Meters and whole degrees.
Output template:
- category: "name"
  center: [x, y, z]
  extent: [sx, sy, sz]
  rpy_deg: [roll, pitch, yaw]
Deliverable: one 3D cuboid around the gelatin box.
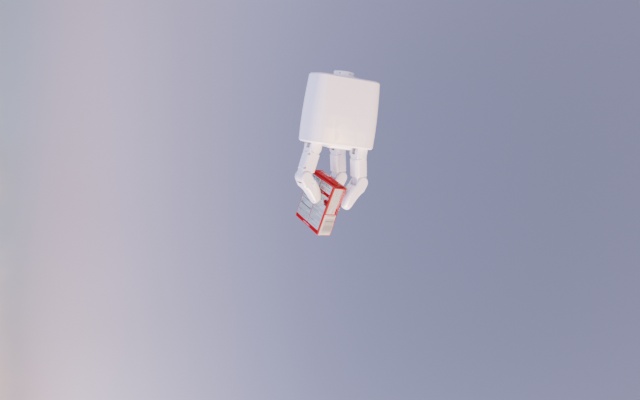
- category: "gelatin box"
  center: [0.000, 0.003, 0.786]
  extent: [0.030, 0.089, 0.073]
  rpy_deg: [5, 22, -38]
